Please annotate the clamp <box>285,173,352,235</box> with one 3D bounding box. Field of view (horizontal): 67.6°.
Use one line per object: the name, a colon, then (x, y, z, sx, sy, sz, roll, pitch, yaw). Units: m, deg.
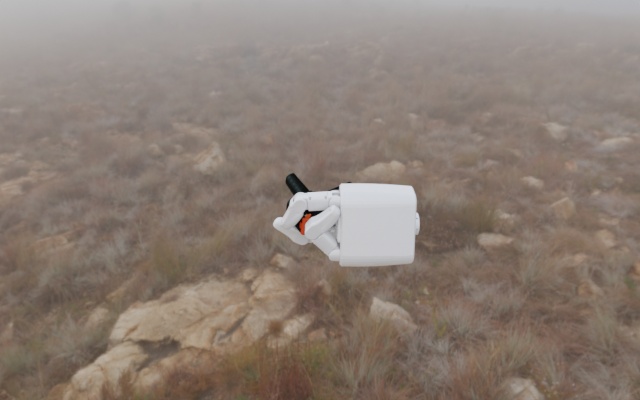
clamp: (0.000, 0.002, 0.765, 0.120, 0.039, 0.171, 0, 30, 0)
